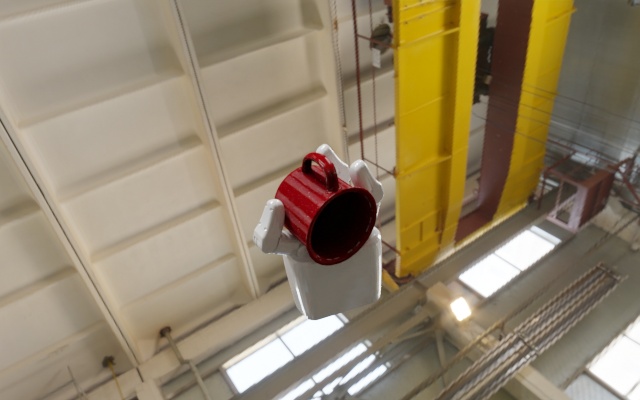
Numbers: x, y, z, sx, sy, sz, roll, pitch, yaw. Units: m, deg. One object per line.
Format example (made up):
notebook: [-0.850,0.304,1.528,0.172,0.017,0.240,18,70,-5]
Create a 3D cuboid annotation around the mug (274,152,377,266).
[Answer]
mug: [0.000,0.000,0.520,0.093,0.117,0.081,-26,40,-25]
